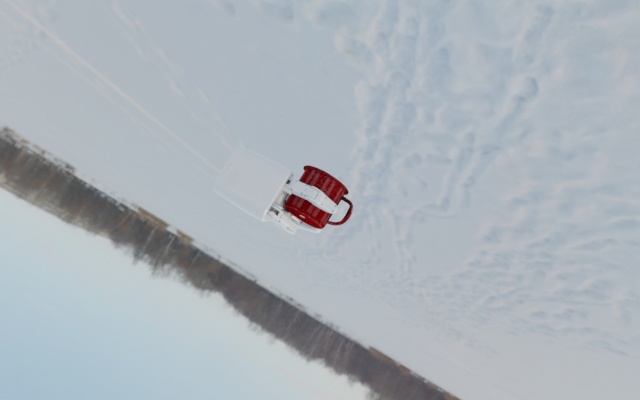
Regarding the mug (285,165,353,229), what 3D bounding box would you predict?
[{"bbox_3d":[0.001,0.004,0.839,0.117,0.081,0.093,29,-12,10],"label":"mug"}]
